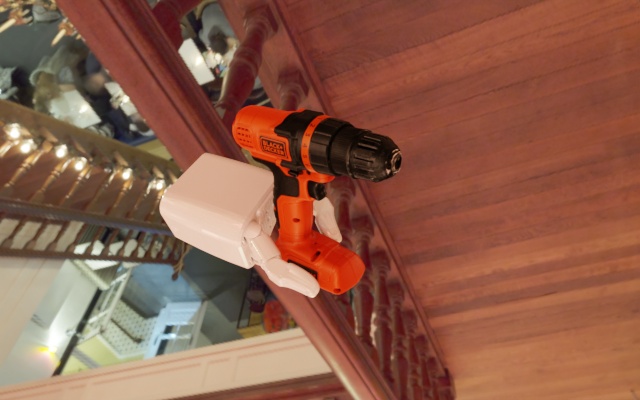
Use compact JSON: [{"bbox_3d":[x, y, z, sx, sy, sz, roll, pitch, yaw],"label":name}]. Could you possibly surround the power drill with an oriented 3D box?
[{"bbox_3d":[0.000,0.002,0.478,0.184,0.188,0.057,20,41,36],"label":"power drill"}]
